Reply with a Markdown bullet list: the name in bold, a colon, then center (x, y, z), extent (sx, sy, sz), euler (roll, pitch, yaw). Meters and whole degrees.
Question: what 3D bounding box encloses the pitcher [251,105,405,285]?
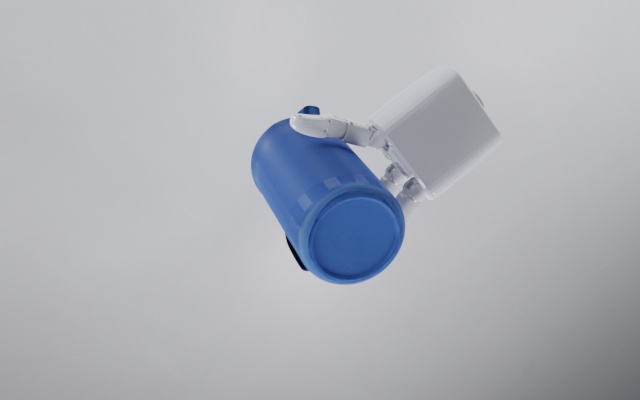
- **pitcher**: center (0.000, 0.002, 0.554), extent (0.145, 0.149, 0.242), euler (-36, 27, 1)
